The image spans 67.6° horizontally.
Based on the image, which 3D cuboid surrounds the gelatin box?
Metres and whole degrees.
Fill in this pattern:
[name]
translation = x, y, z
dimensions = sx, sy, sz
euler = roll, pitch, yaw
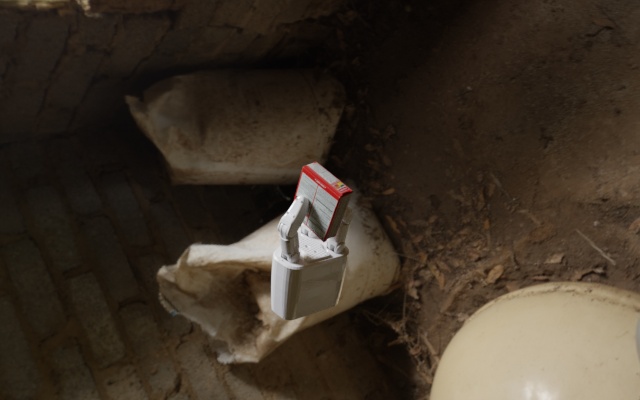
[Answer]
[gelatin box]
translation = 0.000, 0.002, 0.668
dimensions = 0.030, 0.089, 0.073
euler = -26, 56, -40
